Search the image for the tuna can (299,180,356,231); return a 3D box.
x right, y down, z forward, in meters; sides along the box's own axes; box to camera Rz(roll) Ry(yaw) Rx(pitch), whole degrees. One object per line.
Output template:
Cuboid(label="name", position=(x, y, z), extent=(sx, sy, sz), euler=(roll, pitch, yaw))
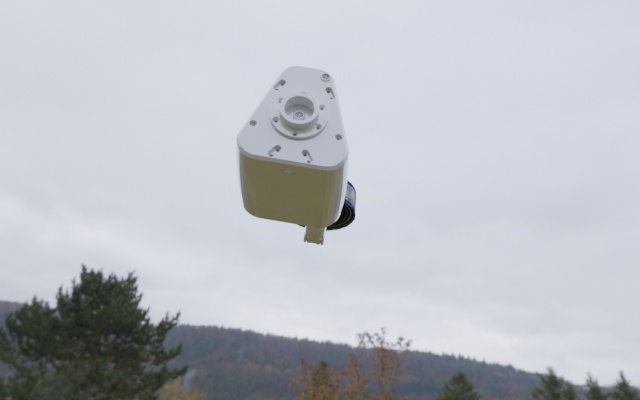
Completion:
Cuboid(label="tuna can", position=(0.000, 0.001, 0.571), extent=(0.086, 0.033, 0.086), euler=(5, -31, 3))
